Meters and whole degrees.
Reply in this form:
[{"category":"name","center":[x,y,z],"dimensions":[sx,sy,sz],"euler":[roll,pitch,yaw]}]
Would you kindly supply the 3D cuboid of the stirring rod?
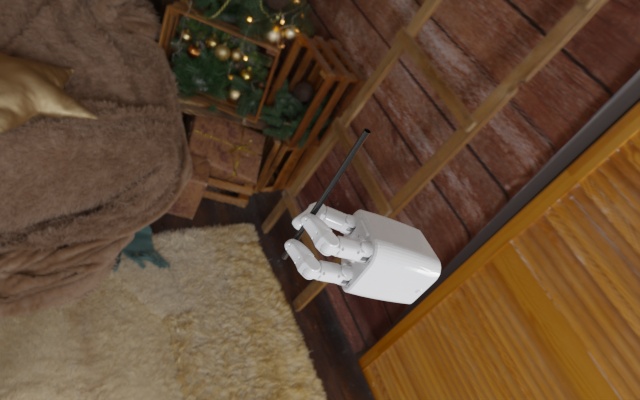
[{"category":"stirring rod","center":[0.000,0.002,0.599],"dimensions":[0.011,0.011,0.240],"euler":[0,-41,-34]}]
